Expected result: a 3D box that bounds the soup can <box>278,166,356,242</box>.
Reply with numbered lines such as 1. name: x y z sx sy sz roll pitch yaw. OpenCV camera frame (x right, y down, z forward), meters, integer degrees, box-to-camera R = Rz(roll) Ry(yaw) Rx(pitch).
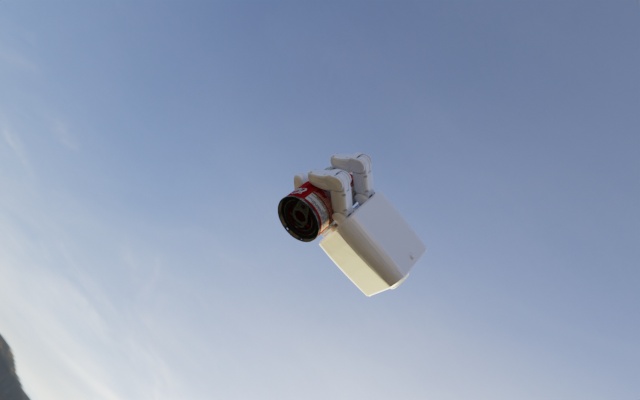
1. soup can: 0.000 0.002 0.649 0.068 0.068 0.102 0 27 41
